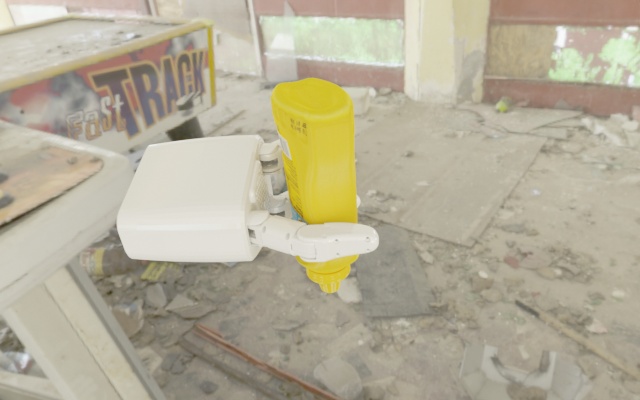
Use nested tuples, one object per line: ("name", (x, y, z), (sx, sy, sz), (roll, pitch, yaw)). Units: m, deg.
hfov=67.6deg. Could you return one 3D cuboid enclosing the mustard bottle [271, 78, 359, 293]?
("mustard bottle", (0.000, 0.001, 0.406), (0.058, 0.192, 0.096), (-15, 32, -15))
